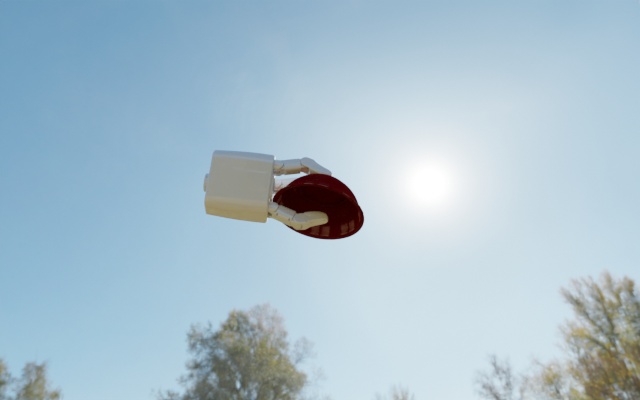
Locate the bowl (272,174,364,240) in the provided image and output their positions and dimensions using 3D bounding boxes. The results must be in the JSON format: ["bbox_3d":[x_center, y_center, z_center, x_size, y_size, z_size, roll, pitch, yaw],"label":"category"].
[{"bbox_3d":[0.001,0.003,0.831,0.162,0.055,0.162,9,-36,7],"label":"bowl"}]
